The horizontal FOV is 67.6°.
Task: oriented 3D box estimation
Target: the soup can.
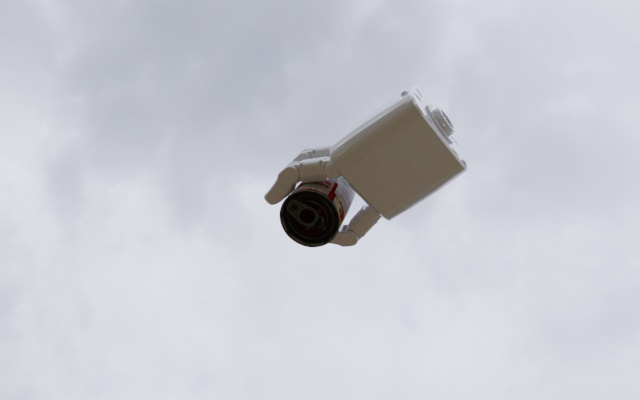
[{"bbox_3d":[0.000,0.002,0.561,0.068,0.068,0.102,0,22,15],"label":"soup can"}]
